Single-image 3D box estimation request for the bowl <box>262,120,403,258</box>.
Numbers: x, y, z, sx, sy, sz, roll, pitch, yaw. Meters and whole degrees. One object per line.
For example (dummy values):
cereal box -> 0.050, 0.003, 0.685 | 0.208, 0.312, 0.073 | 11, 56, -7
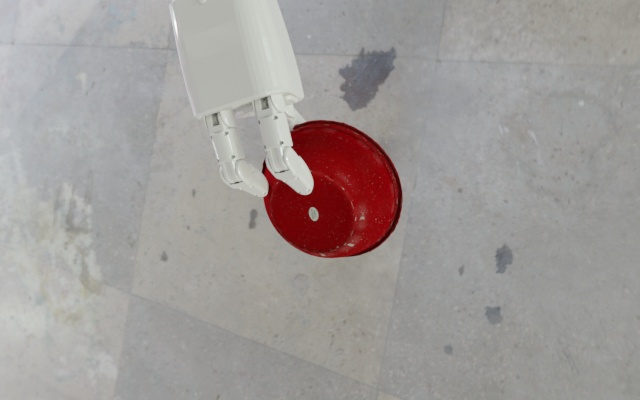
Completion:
bowl -> 0.001, 0.003, 0.496 | 0.162, 0.162, 0.055 | 0, 25, 22
